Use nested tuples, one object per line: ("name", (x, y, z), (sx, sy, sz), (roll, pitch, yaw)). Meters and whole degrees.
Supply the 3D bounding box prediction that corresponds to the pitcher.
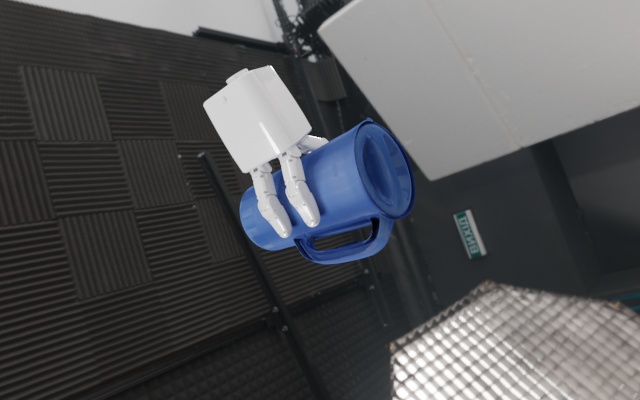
("pitcher", (0.000, 0.002, 0.671), (0.243, 0.145, 0.149), (-22, 15, 37))
